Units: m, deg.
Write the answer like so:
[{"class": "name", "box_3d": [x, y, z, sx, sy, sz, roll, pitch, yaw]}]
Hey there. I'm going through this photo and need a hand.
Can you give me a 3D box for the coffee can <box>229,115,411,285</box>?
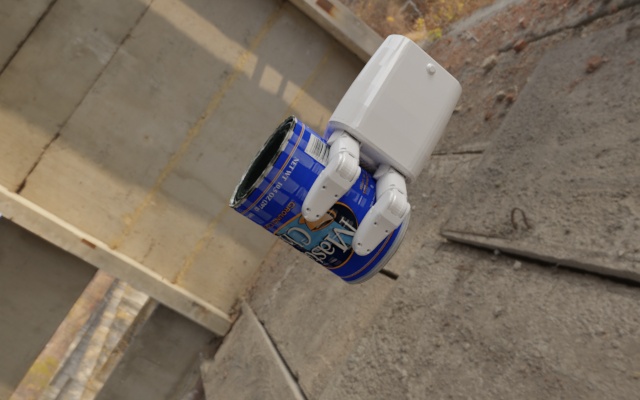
[{"class": "coffee can", "box_3d": [0.000, 0.002, 0.457, 0.140, 0.103, 0.103, 35, -12, -17]}]
